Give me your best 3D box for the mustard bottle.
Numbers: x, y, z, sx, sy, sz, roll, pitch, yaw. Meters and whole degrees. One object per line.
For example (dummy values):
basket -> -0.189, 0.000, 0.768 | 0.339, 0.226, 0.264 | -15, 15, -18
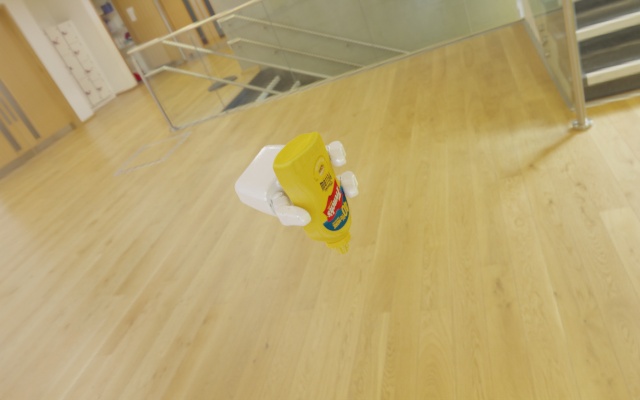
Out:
mustard bottle -> 0.000, 0.002, 0.709 | 0.058, 0.192, 0.096 | -6, 32, 32
